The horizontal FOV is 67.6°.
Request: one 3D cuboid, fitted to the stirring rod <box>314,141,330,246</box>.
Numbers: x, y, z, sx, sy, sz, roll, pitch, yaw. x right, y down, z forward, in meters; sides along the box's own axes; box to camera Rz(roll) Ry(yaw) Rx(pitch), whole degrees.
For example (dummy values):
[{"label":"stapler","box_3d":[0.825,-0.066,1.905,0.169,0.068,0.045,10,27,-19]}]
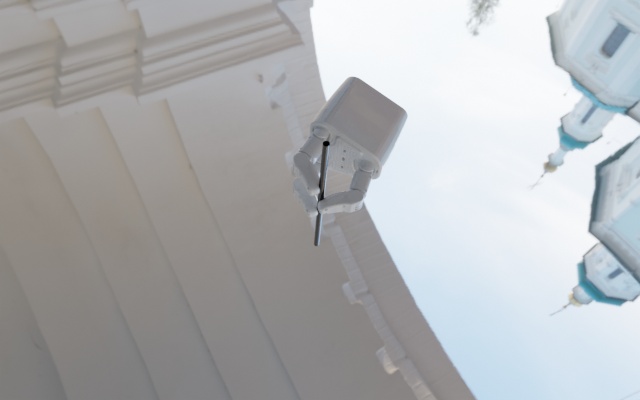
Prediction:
[{"label":"stirring rod","box_3d":[0.000,0.002,0.615,0.011,0.011,0.240,0,-32,-3]}]
